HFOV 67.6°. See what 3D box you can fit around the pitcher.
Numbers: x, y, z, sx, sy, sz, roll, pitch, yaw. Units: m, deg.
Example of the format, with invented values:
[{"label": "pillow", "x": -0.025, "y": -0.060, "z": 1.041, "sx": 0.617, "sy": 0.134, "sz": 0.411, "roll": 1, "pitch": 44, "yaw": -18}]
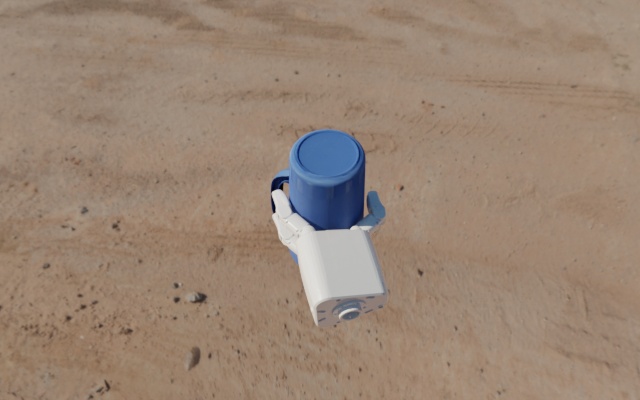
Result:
[{"label": "pitcher", "x": 0.000, "y": 0.003, "z": 0.762, "sx": 0.149, "sy": 0.145, "sz": 0.243, "roll": -11, "pitch": -36, "yaw": -8}]
